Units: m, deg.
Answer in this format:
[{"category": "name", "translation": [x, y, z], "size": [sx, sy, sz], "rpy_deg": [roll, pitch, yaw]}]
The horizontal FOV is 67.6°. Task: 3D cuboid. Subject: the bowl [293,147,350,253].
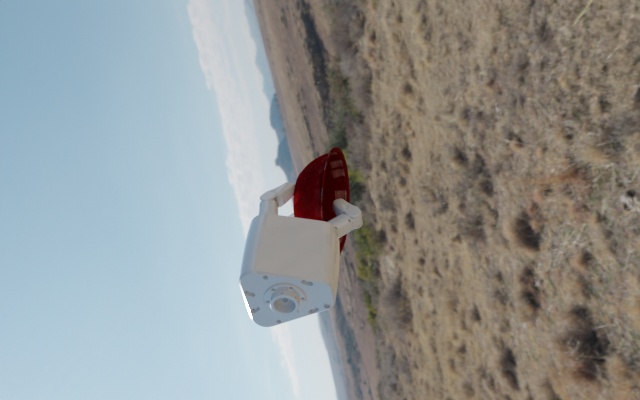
[{"category": "bowl", "translation": [0.000, 0.002, 0.707], "size": [0.055, 0.162, 0.162], "rpy_deg": [1, 0, 17]}]
